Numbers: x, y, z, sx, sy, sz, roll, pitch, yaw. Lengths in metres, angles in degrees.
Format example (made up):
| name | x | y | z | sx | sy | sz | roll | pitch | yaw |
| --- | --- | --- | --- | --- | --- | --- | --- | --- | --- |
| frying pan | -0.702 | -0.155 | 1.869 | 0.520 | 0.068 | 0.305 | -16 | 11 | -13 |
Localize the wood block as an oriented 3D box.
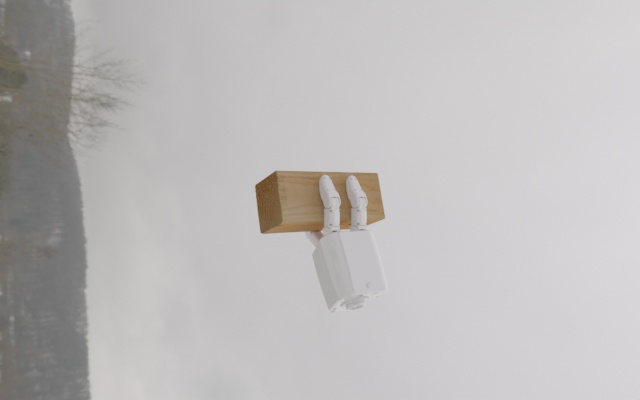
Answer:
| name | x | y | z | sx | sy | sz | roll | pitch | yaw |
| --- | --- | --- | --- | --- | --- | --- | --- | --- | --- |
| wood block | 0.000 | 0.003 | 0.843 | 0.206 | 0.090 | 0.091 | -1 | -15 | -32 |
